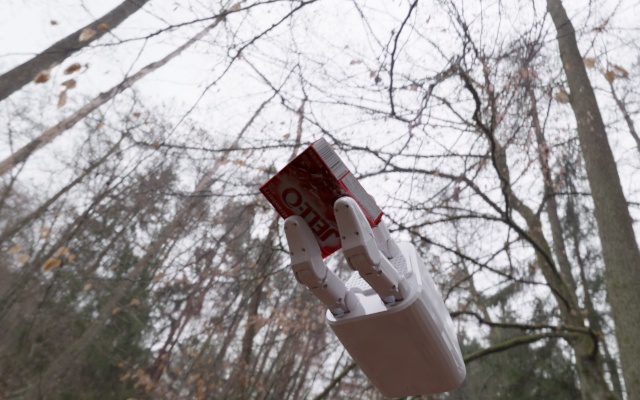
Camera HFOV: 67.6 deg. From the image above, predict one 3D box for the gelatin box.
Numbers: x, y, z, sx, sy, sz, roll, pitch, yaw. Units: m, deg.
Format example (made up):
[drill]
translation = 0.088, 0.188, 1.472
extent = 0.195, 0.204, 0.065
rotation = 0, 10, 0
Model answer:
[gelatin box]
translation = 0.000, 0.001, 0.423
extent = 0.073, 0.089, 0.030
rotation = -36, 4, 35
